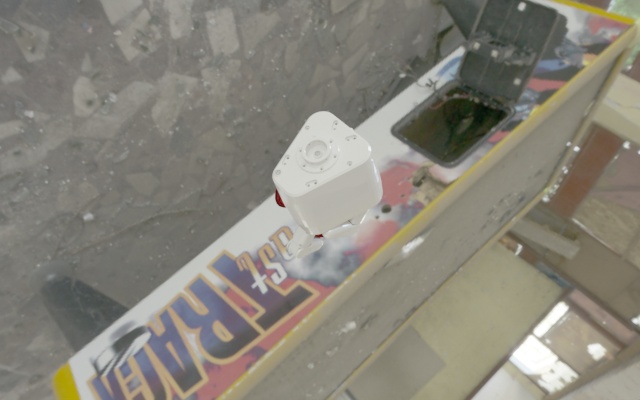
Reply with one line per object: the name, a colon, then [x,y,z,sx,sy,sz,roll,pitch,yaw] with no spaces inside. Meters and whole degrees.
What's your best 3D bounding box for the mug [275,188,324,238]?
mug: [0.001,0.003,0.679,0.081,0.093,0.117,43,-8,27]
